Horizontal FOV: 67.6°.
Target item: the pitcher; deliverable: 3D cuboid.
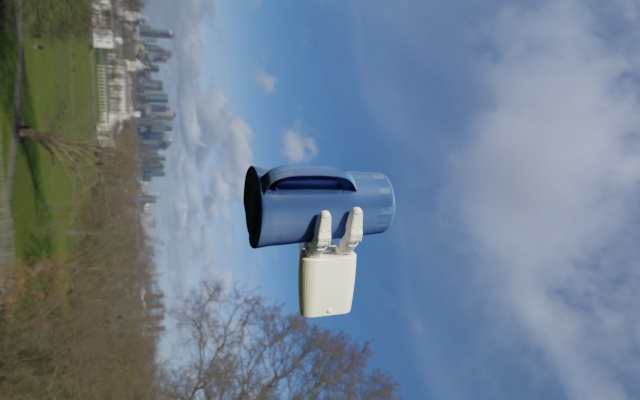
[{"bbox_3d":[0.000,0.003,0.793,0.243,0.145,0.149,-2,14,-20],"label":"pitcher"}]
